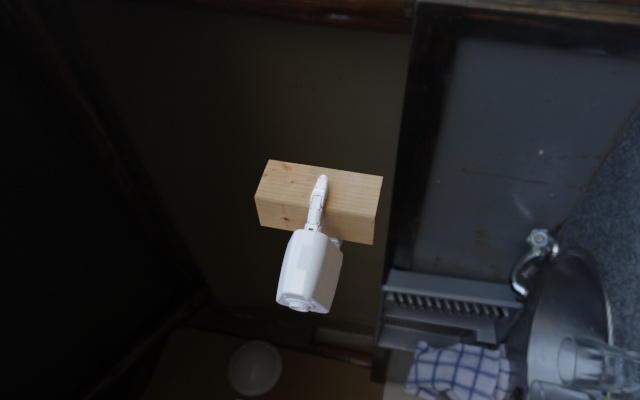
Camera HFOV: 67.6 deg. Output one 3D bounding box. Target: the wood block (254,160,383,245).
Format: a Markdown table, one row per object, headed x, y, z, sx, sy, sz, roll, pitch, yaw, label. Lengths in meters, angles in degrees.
| x | y | z | sx | sy | sz | roll | pitch | yaw | label |
| --- | --- | --- | --- | --- | --- | --- | --- | --- | --- |
| 0.000 | 0.003 | 0.843 | 0.206 | 0.090 | 0.091 | 9 | -36 | 9 | wood block |
